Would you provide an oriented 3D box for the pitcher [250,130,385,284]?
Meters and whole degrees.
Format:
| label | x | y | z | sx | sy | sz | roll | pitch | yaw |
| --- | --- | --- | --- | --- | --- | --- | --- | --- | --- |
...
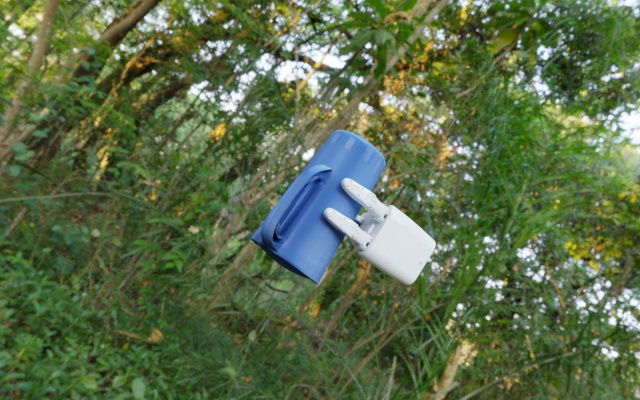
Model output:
| label | x | y | z | sx | sy | sz | roll | pitch | yaw |
| --- | --- | --- | --- | --- | --- | --- | --- | --- | --- |
| pitcher | 0.000 | 0.003 | 0.787 | 0.145 | 0.243 | 0.149 | 36 | -10 | -16 |
